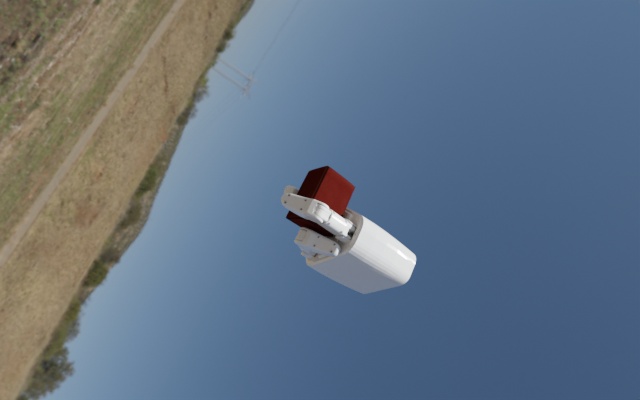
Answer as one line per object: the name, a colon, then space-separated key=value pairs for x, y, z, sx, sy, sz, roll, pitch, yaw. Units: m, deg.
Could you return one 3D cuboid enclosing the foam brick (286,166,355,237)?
foam brick: x=0.000 y=0.002 z=0.635 sx=0.051 sy=0.078 sz=0.053 roll=33 pitch=-18 yaw=-24
